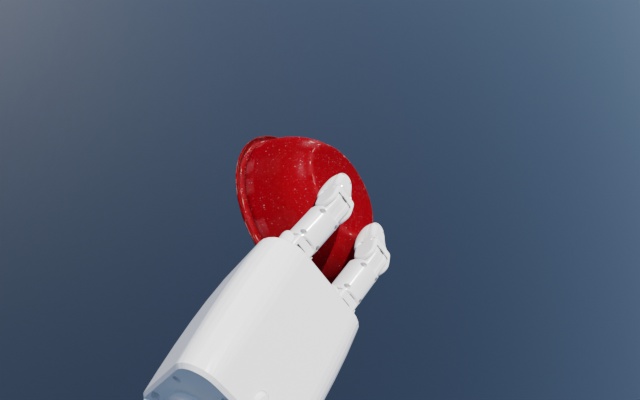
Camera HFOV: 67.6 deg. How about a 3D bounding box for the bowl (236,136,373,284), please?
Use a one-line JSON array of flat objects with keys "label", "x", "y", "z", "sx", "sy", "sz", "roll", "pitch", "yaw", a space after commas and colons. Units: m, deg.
[{"label": "bowl", "x": 0.001, "y": 0.000, "z": 0.438, "sx": 0.055, "sy": 0.162, "sz": 0.162, "roll": -28, "pitch": -15, "yaw": 29}]
